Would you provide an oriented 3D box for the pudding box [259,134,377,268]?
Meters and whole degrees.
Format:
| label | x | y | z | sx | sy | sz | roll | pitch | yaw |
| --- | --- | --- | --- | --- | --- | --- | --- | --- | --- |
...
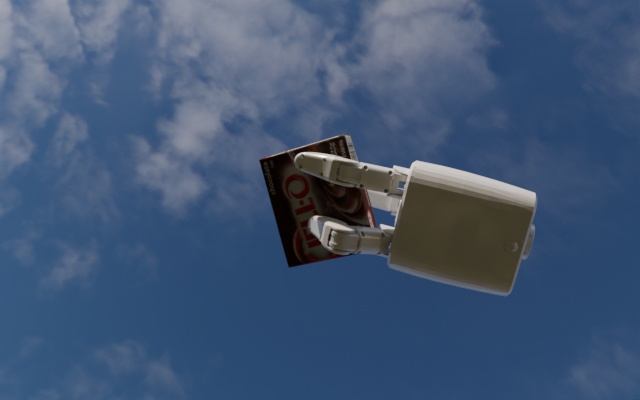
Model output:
| label | x | y | z | sx | sy | sz | roll | pitch | yaw |
| --- | --- | --- | --- | --- | --- | --- | --- | --- | --- |
| pudding box | 0.000 | 0.001 | 0.463 | 0.090 | 0.113 | 0.039 | -14 | 1 | 18 |
